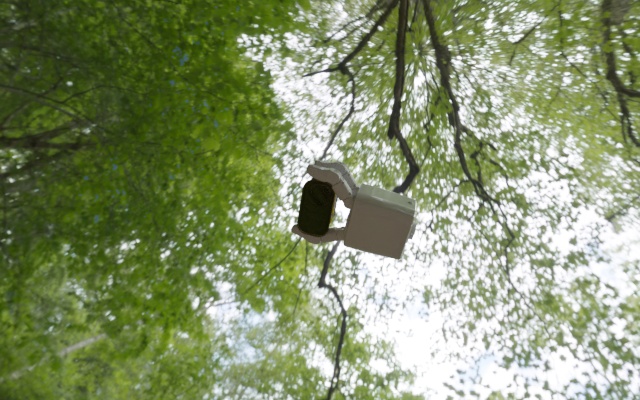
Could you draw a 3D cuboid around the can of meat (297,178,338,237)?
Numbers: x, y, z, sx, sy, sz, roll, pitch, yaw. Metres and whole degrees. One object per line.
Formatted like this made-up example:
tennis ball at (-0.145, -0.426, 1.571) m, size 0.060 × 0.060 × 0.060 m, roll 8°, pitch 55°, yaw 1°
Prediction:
can of meat at (0.000, 0.003, 0.861) m, size 0.057 × 0.102 × 0.084 m, roll 12°, pitch 19°, yaw 9°
